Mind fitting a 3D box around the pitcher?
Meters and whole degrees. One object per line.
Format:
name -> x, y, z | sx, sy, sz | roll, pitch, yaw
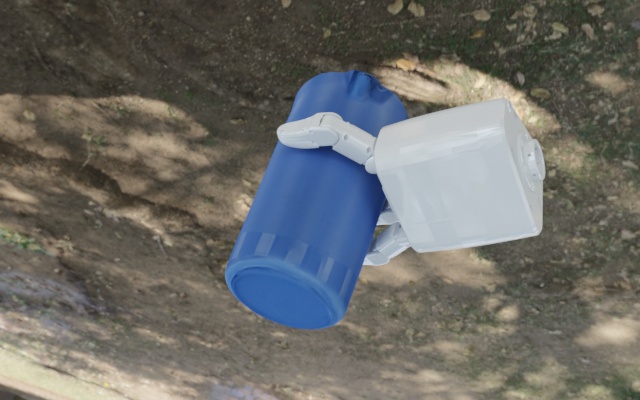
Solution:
pitcher -> 0.000, 0.001, 0.478 | 0.145, 0.242, 0.149 | -11, -47, 35
